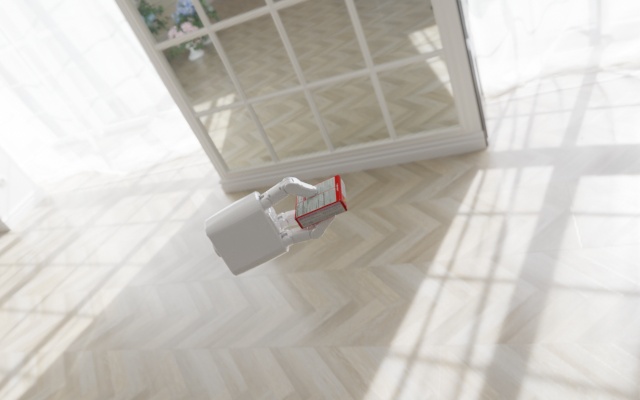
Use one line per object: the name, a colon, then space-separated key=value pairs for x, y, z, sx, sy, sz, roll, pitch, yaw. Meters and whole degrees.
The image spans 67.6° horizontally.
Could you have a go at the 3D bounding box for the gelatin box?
gelatin box: x=0.000 y=0.002 z=0.822 sx=0.089 sy=0.030 sz=0.073 roll=-24 pitch=35 yaw=17
